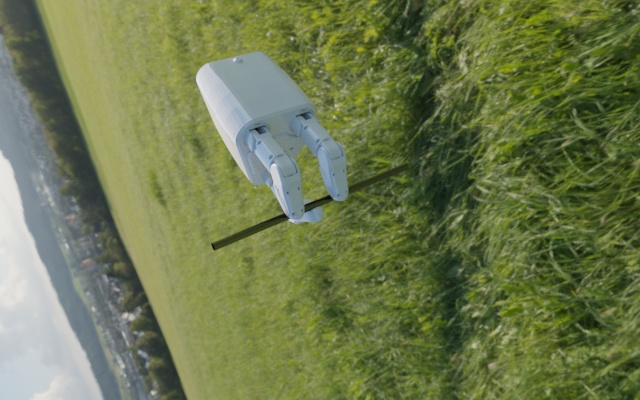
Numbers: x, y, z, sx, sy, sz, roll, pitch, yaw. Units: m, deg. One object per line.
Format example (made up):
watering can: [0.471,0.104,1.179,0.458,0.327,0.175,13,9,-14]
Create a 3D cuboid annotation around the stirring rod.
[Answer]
stirring rod: [0.000,0.002,0.494,0.239,0.011,0.011,-23,11,-27]
